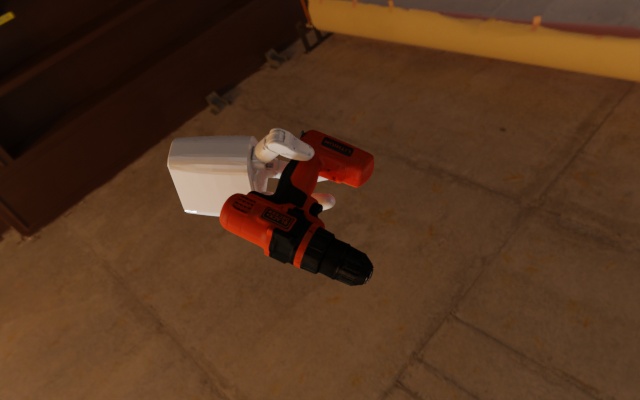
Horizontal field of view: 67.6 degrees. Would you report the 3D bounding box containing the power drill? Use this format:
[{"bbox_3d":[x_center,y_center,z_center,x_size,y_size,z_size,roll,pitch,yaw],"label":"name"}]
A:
[{"bbox_3d":[0.000,0.002,0.578,0.184,0.057,0.187,25,46,8],"label":"power drill"}]
